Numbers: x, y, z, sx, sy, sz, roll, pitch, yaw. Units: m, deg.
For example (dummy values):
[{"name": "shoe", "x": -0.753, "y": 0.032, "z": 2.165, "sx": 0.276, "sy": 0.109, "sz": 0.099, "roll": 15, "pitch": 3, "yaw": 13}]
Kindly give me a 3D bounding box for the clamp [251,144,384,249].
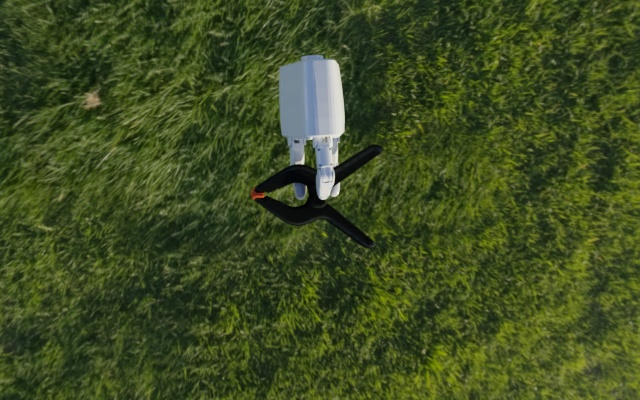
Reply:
[{"name": "clamp", "x": 0.000, "y": 0.002, "z": 0.738, "sx": 0.210, "sy": 0.164, "sz": 0.036, "roll": -6, "pitch": 8, "yaw": -11}]
